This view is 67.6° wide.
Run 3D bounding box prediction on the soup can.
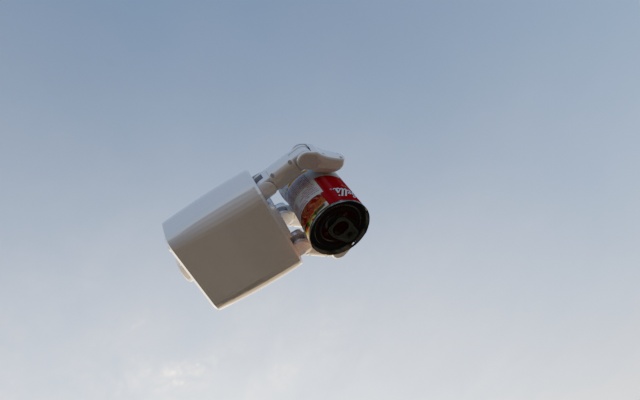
[{"bbox_3d":[0.000,0.001,0.519,0.068,0.068,0.102,0,33,-28],"label":"soup can"}]
